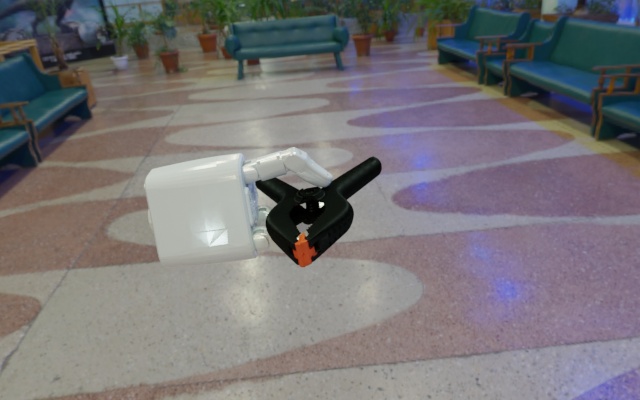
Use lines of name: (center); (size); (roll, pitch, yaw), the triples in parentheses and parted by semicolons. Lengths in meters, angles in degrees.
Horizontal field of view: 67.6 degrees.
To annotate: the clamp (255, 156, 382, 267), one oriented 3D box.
clamp: (0.000, 0.001, 0.538); (0.164, 0.036, 0.210); (-11, 26, 2)
